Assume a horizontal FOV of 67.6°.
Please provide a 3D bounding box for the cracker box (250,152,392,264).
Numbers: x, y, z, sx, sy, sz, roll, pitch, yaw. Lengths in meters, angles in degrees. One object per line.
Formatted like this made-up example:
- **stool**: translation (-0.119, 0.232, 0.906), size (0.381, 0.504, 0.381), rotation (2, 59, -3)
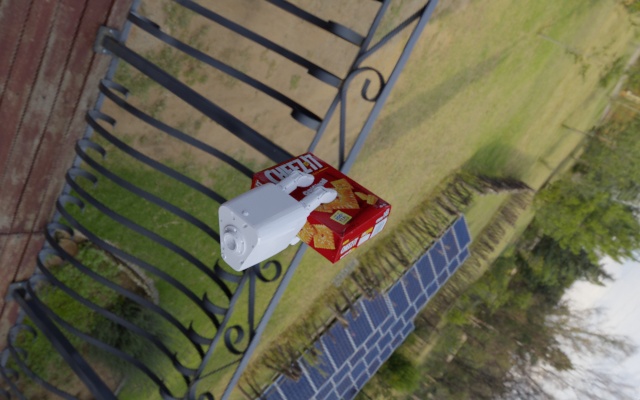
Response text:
- **cracker box**: translation (0.000, 0.003, 0.885), size (0.213, 0.072, 0.164), rotation (35, 38, 24)
